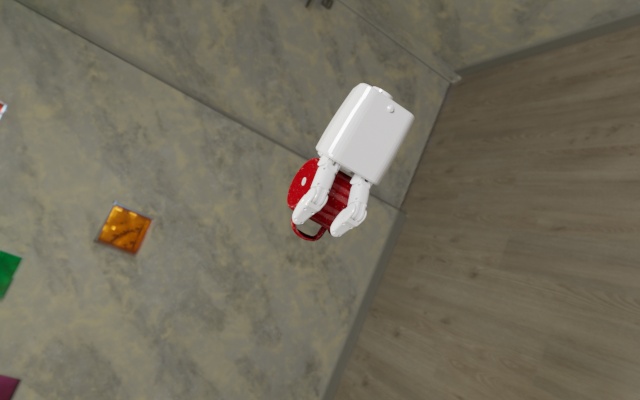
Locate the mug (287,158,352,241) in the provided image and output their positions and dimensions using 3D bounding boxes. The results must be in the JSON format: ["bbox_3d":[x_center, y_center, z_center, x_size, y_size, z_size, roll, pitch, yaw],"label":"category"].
[{"bbox_3d":[-0.001,0.003,0.681,0.081,0.117,0.093,29,5,-24],"label":"mug"}]
